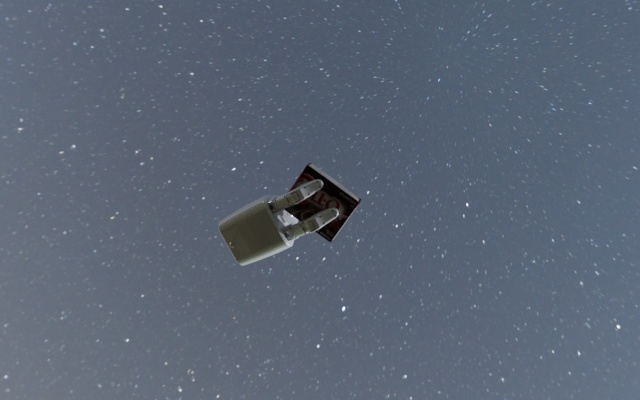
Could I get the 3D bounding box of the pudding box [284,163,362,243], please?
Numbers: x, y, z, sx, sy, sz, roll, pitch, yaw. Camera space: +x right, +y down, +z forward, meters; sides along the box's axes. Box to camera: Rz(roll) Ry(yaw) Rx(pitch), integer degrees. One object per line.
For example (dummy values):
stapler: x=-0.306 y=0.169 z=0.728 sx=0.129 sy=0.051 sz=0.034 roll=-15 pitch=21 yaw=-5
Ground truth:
pudding box: x=0.000 y=0.003 z=0.827 sx=0.113 sy=0.090 sz=0.039 roll=35 pitch=18 yaw=0
